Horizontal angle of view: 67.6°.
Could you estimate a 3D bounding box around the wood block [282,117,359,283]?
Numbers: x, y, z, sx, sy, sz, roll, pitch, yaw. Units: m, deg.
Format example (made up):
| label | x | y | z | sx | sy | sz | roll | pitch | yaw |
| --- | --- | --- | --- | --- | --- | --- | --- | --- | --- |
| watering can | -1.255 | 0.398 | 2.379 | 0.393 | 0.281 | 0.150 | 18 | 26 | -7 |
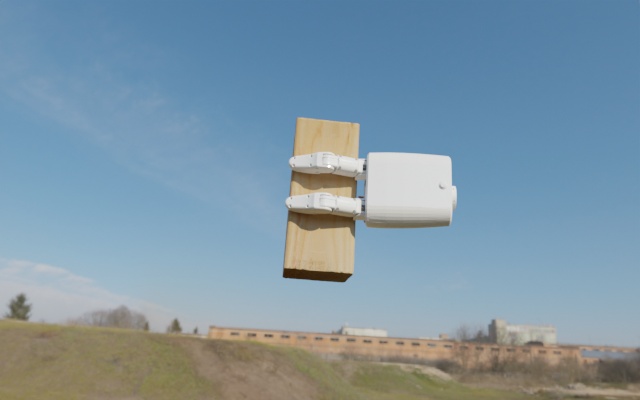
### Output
| label | x | y | z | sx | sy | sz | roll | pitch | yaw |
| --- | --- | --- | --- | --- | --- | --- | --- | --- | --- |
| wood block | 0.000 | 0.002 | 0.660 | 0.090 | 0.206 | 0.091 | 5 | -18 | -3 |
